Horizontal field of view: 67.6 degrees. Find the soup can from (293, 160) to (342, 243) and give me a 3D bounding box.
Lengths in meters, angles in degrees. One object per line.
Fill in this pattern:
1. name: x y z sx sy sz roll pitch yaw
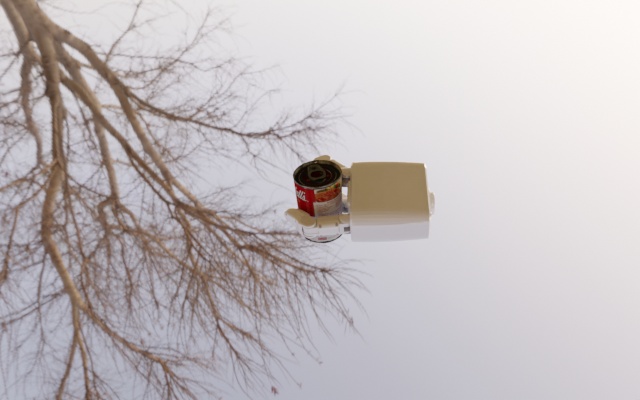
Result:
1. soup can: 0.000 0.003 0.685 0.068 0.102 0.068 -4 38 3
